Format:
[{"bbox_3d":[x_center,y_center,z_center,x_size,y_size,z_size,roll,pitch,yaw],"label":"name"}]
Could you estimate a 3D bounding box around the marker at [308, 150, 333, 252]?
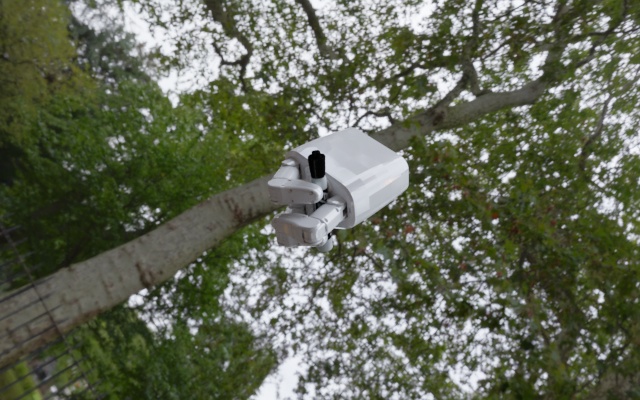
[{"bbox_3d":[0.000,0.002,0.522,0.020,0.121,0.020,-4,29,2],"label":"marker"}]
